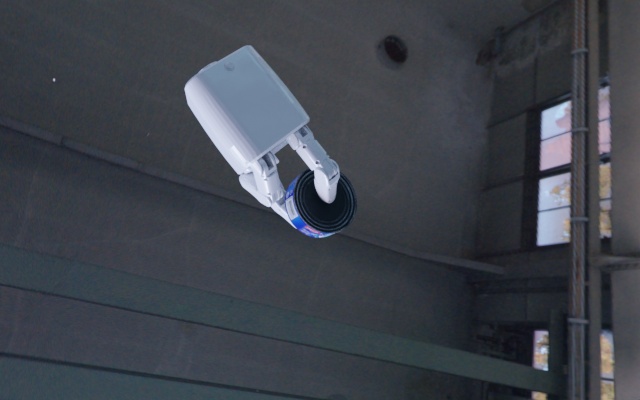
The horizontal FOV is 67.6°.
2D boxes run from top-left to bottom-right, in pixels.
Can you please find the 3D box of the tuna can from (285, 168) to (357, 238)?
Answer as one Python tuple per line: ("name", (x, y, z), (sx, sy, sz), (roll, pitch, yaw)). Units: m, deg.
("tuna can", (0.000, 0.002, 0.589), (0.086, 0.086, 0.034), (0, -15, -27))
